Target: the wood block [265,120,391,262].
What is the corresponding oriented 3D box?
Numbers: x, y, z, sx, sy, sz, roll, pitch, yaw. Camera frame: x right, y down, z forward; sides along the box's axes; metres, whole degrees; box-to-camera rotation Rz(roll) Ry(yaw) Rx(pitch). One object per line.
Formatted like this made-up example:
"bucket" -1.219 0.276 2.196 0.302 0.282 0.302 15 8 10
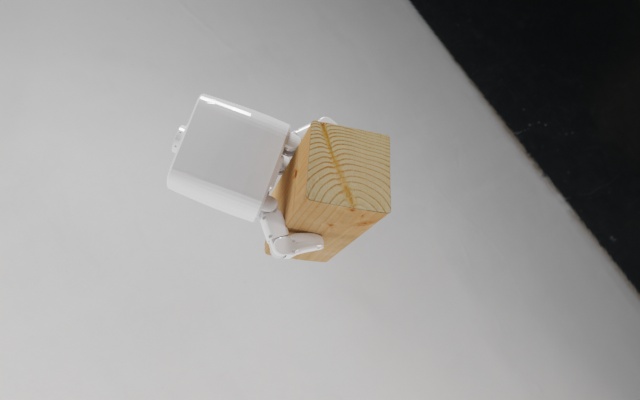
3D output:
"wood block" 0.000 0.002 0.569 0.090 0.090 0.206 9 -23 -15
